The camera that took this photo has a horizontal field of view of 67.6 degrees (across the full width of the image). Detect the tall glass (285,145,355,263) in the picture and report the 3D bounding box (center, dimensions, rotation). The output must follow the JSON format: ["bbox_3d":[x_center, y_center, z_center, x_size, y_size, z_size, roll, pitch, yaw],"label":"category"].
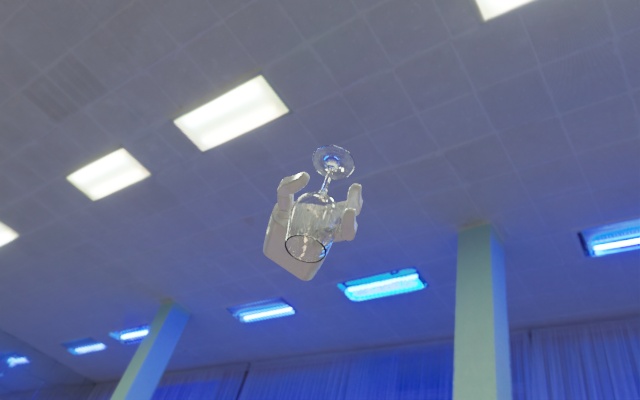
[{"bbox_3d":[0.000,0.002,0.755,0.079,0.079,0.201,0,43,18],"label":"tall glass"}]
